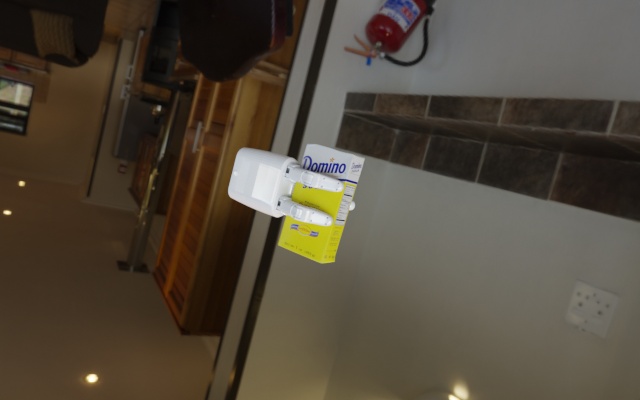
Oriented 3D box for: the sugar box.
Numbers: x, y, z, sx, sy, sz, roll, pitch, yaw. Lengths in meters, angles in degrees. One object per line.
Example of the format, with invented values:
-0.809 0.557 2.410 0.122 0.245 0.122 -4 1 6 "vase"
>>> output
0.000 0.003 0.764 0.093 0.176 0.048 18 7 31 "sugar box"
